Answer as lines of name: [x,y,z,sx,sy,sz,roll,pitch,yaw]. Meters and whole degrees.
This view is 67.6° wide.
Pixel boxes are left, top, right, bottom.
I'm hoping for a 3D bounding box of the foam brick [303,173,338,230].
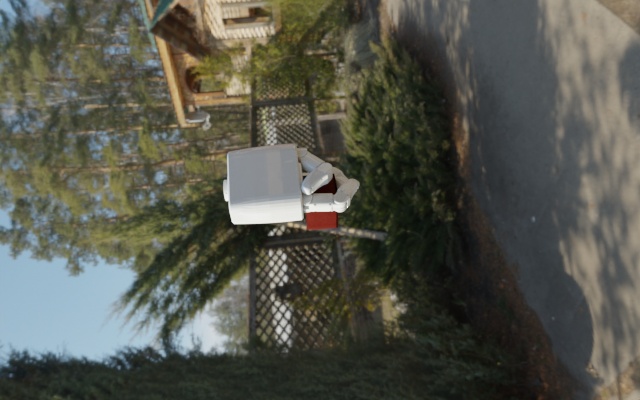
foam brick: [0.000,0.003,0.760,0.051,0.053,0.078,-6,-41,-4]
